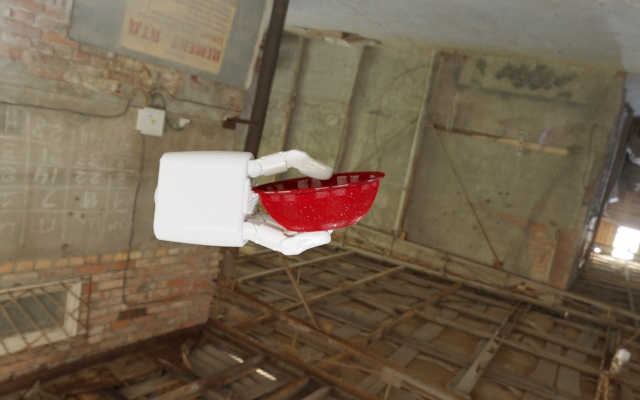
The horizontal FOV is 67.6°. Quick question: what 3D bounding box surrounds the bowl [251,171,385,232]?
[{"bbox_3d":[0.001,0.002,0.576,0.162,0.055,0.162,-7,7,1],"label":"bowl"}]
